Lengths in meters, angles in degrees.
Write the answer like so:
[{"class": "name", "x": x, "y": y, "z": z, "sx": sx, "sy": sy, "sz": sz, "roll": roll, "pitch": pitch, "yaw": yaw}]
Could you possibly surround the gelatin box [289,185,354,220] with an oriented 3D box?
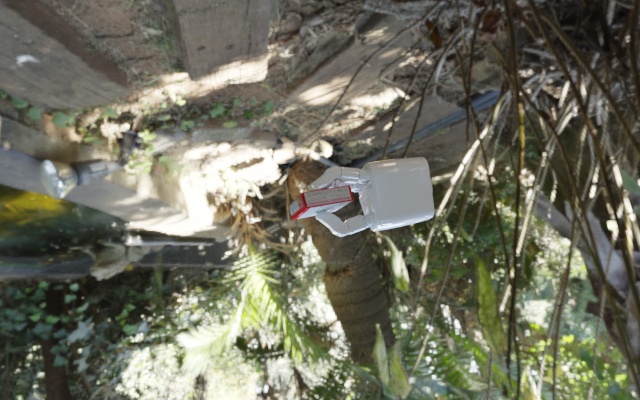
[{"class": "gelatin box", "x": 0.000, "y": 0.003, "z": 0.796, "sx": 0.089, "sy": 0.030, "sz": 0.073, "roll": -11, "pitch": -12, "yaw": -25}]
